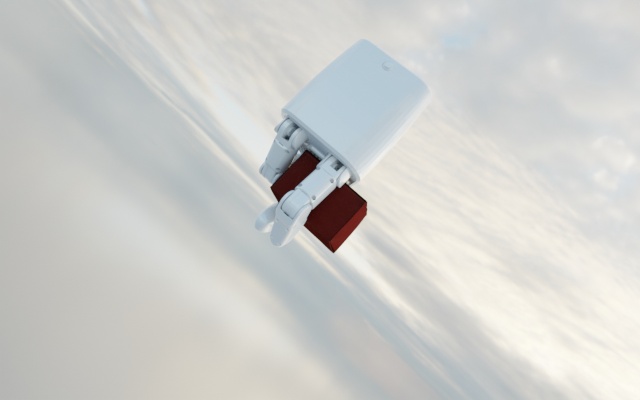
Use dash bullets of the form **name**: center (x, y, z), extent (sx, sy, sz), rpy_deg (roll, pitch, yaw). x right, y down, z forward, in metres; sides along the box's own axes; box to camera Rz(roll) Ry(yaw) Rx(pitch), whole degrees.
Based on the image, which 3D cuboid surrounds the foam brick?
- **foam brick**: center (0.000, 0.002, 0.449), extent (0.078, 0.051, 0.053), rpy_deg (42, -9, 15)
